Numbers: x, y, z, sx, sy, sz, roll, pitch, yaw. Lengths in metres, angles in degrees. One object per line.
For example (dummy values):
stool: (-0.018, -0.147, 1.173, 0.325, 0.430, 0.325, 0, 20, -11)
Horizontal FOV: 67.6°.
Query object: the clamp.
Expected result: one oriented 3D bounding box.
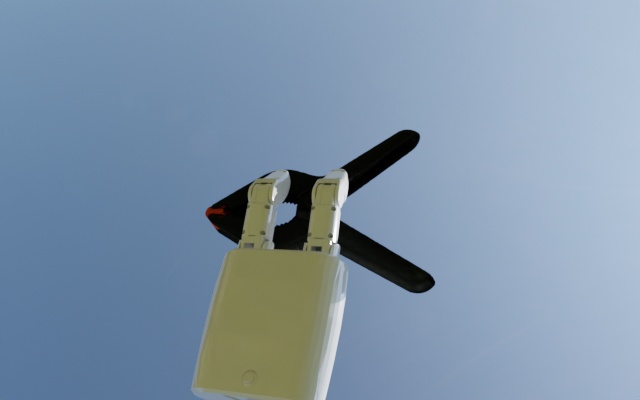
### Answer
clamp: (0.000, 0.002, 0.442, 0.210, 0.164, 0.036, 1, -34, 14)
